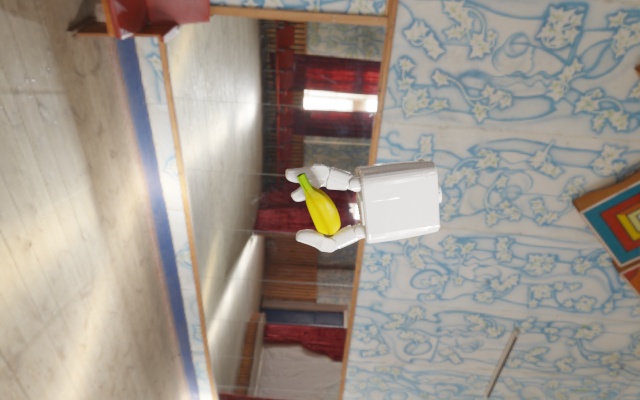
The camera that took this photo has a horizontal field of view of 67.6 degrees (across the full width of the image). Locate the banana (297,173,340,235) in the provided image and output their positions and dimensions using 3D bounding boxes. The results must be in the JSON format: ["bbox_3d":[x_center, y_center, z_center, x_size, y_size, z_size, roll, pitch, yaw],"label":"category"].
[{"bbox_3d":[0.006,0.018,0.696,0.037,0.069,0.198,-19,-17,0],"label":"banana"}]
